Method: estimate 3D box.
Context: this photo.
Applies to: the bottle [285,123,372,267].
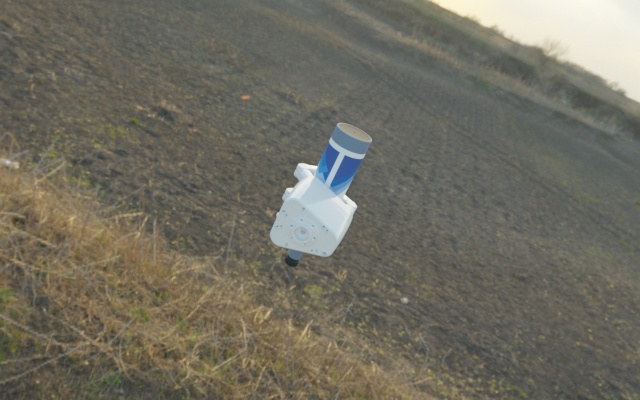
[{"bbox_3d":[0.000,0.003,0.881,0.069,0.296,0.069,21,25,-11],"label":"bottle"}]
